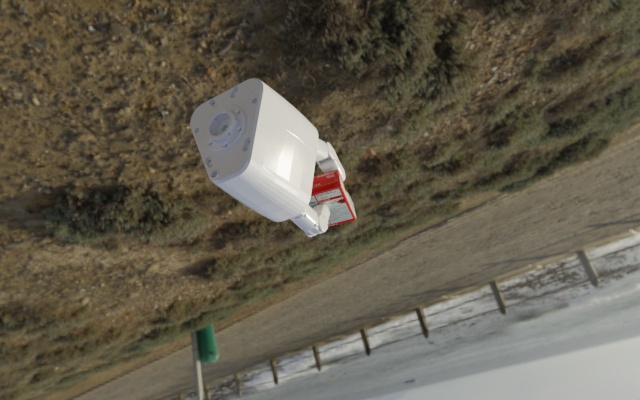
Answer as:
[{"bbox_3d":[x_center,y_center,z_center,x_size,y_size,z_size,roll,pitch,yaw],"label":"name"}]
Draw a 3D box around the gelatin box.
[{"bbox_3d":[0.000,0.003,0.617,0.073,0.030,0.089,-15,-34,10],"label":"gelatin box"}]
